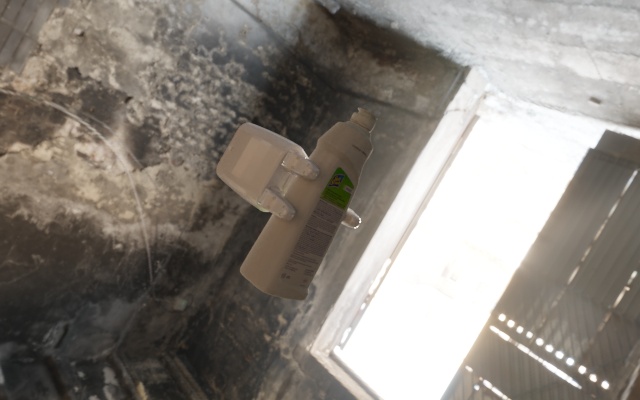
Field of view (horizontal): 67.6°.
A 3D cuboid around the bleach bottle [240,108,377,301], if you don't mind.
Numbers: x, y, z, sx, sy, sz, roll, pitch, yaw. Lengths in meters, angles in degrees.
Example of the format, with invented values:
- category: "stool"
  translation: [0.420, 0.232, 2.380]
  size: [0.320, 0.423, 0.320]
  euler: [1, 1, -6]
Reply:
- category: "bleach bottle"
  translation: [0.000, 0.002, 0.606]
  size: [0.068, 0.251, 0.102]
  euler: [32, 3, 35]
